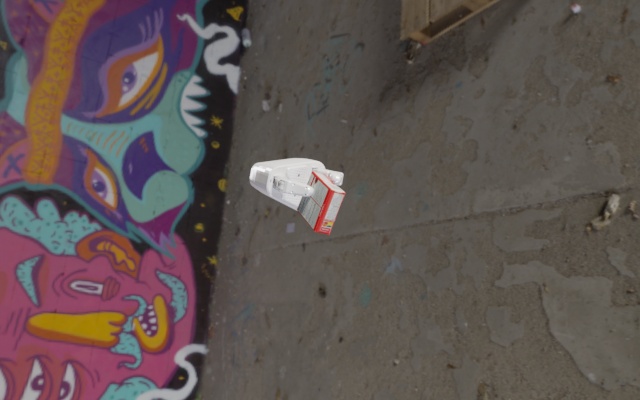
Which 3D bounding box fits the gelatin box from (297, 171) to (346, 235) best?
[{"bbox_3d":[0.000,0.003,0.763,0.030,0.073,0.089,13,16,-27],"label":"gelatin box"}]
